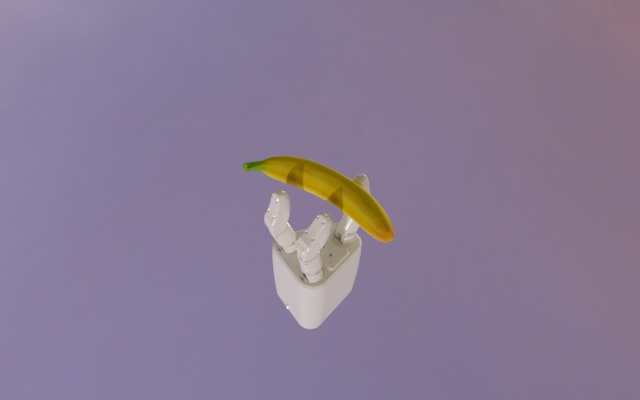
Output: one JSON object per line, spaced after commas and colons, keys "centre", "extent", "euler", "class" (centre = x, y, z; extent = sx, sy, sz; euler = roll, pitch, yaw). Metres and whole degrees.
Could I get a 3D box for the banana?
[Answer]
{"centre": [0.007, -0.010, 0.567], "extent": [0.198, 0.037, 0.069], "euler": [25, 45, 18], "class": "banana"}
